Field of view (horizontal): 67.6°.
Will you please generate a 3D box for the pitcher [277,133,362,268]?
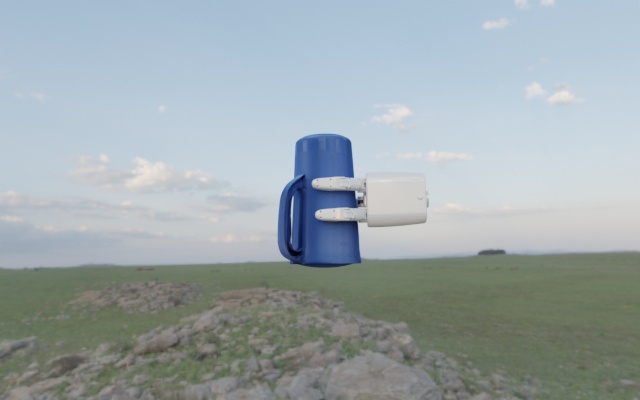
[{"bbox_3d":[0.000,0.003,0.888,0.145,0.243,0.149,-2,-7,3],"label":"pitcher"}]
